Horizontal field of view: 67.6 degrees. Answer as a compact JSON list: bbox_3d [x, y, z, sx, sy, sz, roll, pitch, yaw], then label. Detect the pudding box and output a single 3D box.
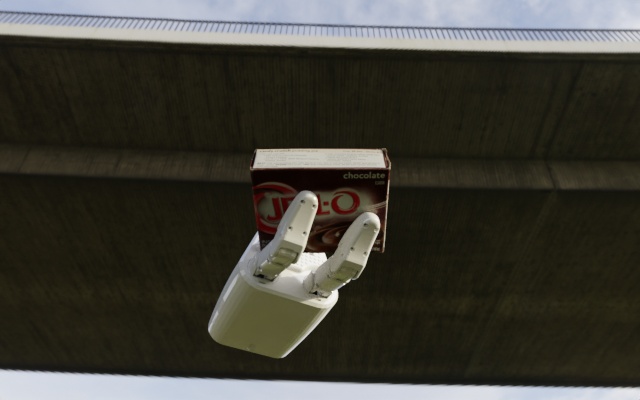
[{"bbox_3d":[0.000,0.001,0.410,0.113,0.090,0.039,-2,38,0],"label":"pudding box"}]
